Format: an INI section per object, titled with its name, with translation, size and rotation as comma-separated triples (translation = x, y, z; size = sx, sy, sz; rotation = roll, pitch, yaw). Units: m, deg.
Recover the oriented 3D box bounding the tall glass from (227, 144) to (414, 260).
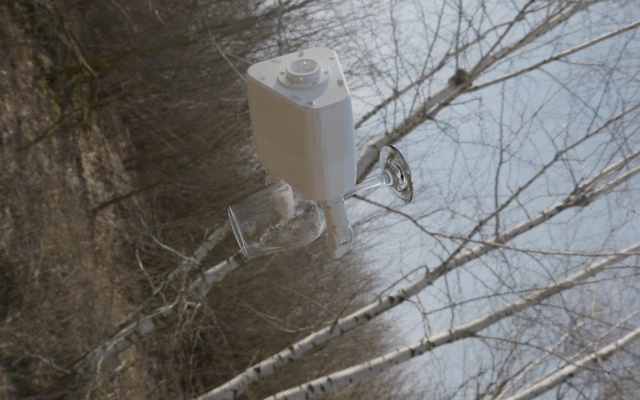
[tall glass]
translation = 0.001, 0.002, 0.537
size = 0.201, 0.079, 0.079
rotation = -21, 6, -15
